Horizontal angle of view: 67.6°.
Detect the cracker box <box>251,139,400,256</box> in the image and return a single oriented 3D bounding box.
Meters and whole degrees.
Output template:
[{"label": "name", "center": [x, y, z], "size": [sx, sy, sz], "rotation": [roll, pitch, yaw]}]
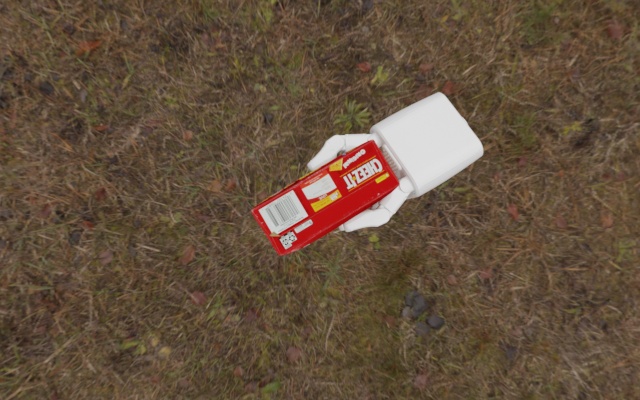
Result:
[{"label": "cracker box", "center": [0.000, 0.002, 0.641], "size": [0.164, 0.072, 0.214], "rotation": [-31, 0, -5]}]
